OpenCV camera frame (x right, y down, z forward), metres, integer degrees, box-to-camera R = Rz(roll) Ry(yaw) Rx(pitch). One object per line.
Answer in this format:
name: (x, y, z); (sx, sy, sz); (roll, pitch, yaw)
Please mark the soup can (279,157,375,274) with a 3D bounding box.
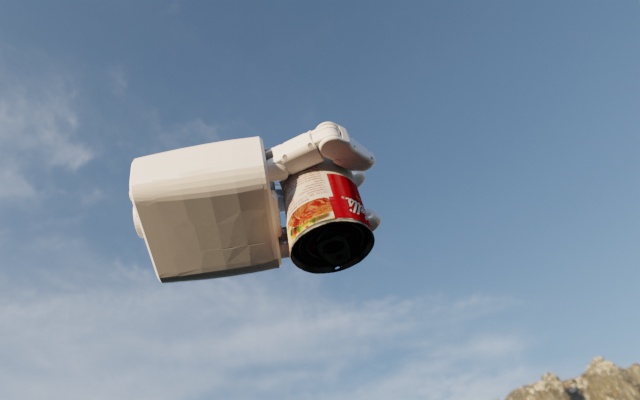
soup can: (0.000, 0.001, 0.406); (0.068, 0.102, 0.069); (-8, -42, -7)
